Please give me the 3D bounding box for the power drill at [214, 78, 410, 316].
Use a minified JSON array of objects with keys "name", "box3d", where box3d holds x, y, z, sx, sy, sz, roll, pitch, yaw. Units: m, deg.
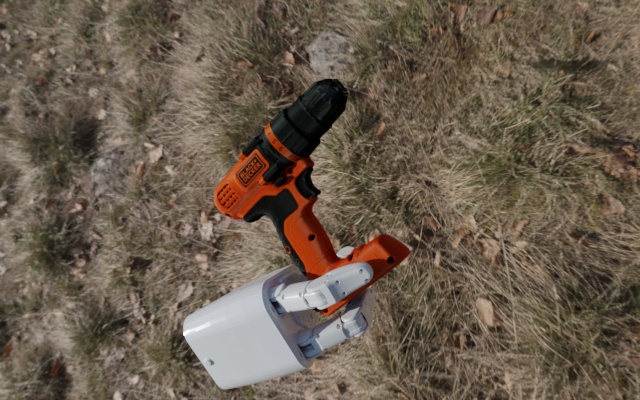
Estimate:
[{"name":"power drill","box3d":[0.000,0.002,0.470,0.184,0.187,0.057,-44,-12,25]}]
